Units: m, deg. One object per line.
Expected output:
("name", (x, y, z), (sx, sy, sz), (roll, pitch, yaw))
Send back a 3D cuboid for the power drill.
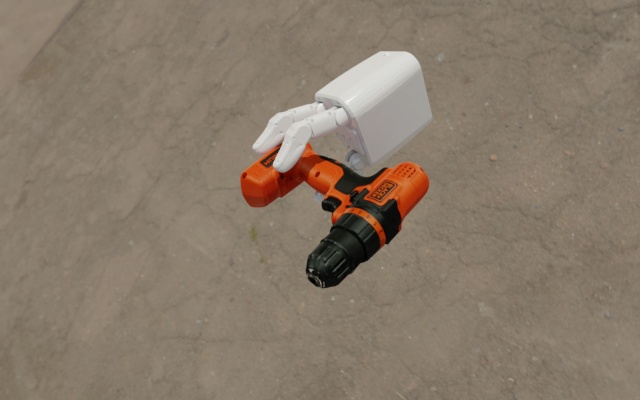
("power drill", (0.000, 0.001, 0.531), (0.187, 0.057, 0.184), (25, 49, 33))
